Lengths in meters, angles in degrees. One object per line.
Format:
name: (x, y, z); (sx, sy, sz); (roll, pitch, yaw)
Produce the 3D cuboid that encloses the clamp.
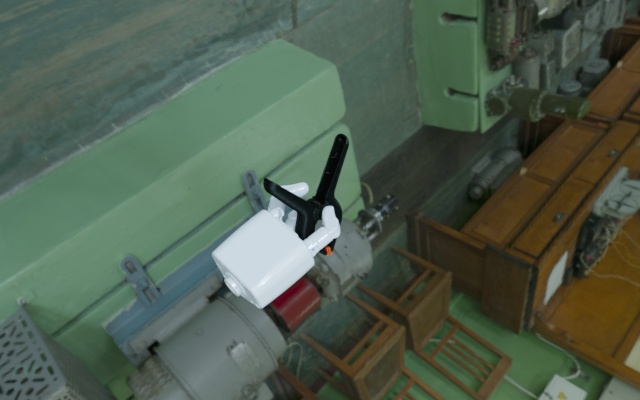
clamp: (0.001, 0.003, 0.781); (0.164, 0.210, 0.036); (-38, 45, -23)
